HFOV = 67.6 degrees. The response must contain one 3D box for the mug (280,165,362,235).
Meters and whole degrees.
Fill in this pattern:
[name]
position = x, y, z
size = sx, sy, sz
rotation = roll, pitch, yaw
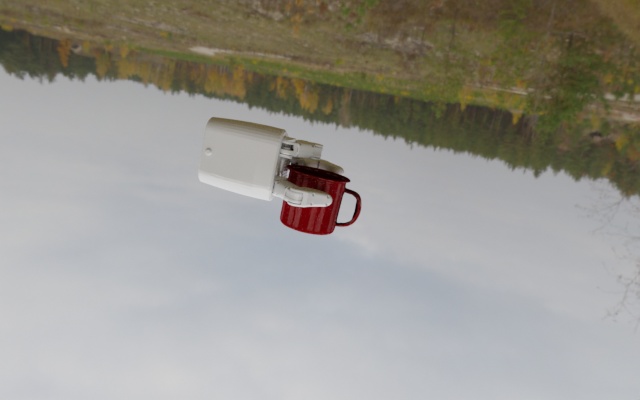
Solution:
[mug]
position = 0.001, 0.003, 0.680
size = 0.117, 0.081, 0.093
rotation = 14, 11, 7
